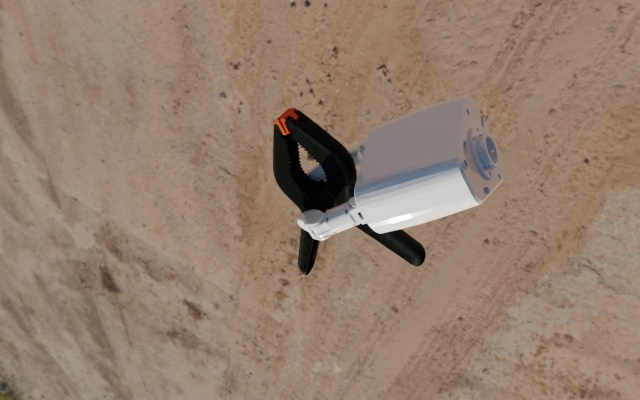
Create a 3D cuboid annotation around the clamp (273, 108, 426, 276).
[{"bbox_3d":[0.000,0.002,0.525,0.164,0.210,0.036,-19,23,36],"label":"clamp"}]
